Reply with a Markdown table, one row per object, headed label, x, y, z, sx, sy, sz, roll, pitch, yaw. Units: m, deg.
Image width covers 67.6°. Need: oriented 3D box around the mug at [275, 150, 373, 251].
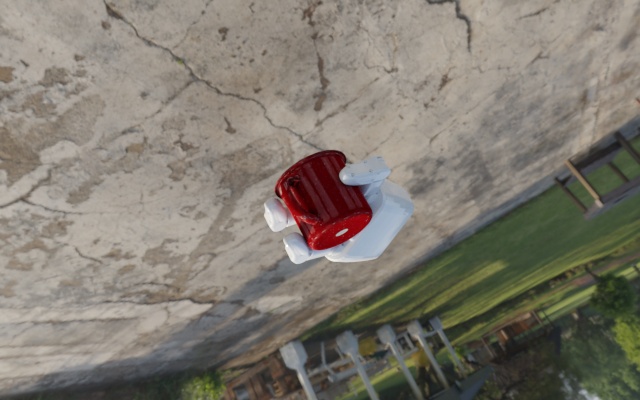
| label | x | y | z | sx | sy | sz | roll | pitch | yaw |
| --- | --- | --- | --- | --- | --- | --- | --- | --- | --- |
| mug | -0.001 | 0.002 | 0.531 | 0.093 | 0.081 | 0.117 | -39 | -25 | 23 |
